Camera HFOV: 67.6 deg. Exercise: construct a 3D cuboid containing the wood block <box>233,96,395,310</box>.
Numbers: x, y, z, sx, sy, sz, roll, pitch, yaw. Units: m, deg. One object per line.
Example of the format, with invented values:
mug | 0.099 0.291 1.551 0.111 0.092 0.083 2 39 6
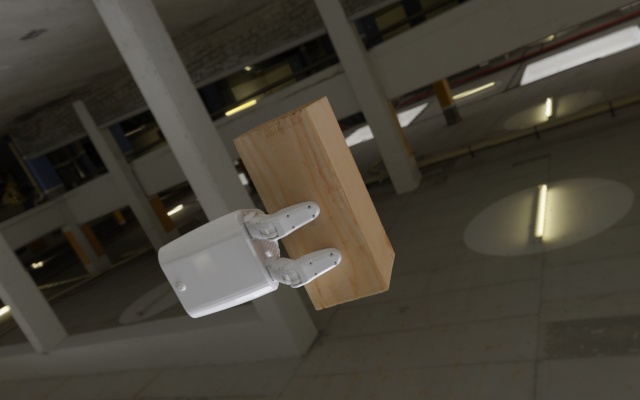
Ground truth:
wood block | 0.000 0.002 0.529 0.090 0.206 0.090 -20 14 19
